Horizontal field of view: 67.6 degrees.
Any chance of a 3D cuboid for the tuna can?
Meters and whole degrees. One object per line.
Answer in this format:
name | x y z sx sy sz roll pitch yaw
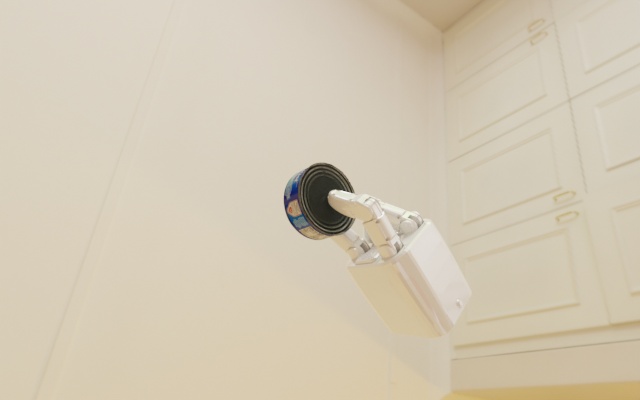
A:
tuna can | 0.000 0.002 0.551 0.086 0.086 0.034 0 -15 -41
